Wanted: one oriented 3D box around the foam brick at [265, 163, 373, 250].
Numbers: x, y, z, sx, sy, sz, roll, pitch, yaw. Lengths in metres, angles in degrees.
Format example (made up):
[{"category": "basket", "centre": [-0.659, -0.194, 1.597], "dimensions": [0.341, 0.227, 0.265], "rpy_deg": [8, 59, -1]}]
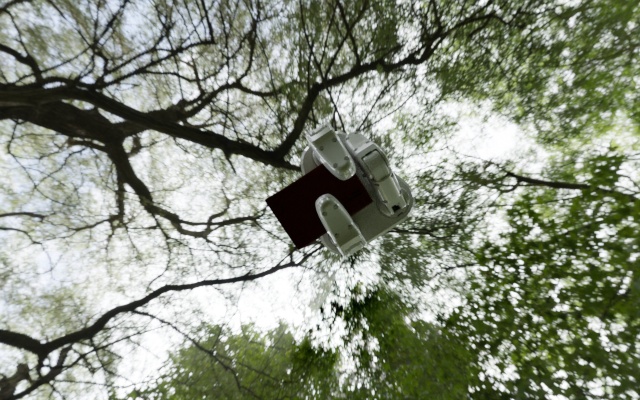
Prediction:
[{"category": "foam brick", "centre": [0.000, 0.001, 0.421], "dimensions": [0.078, 0.053, 0.051], "rpy_deg": [-32, -4, 0]}]
